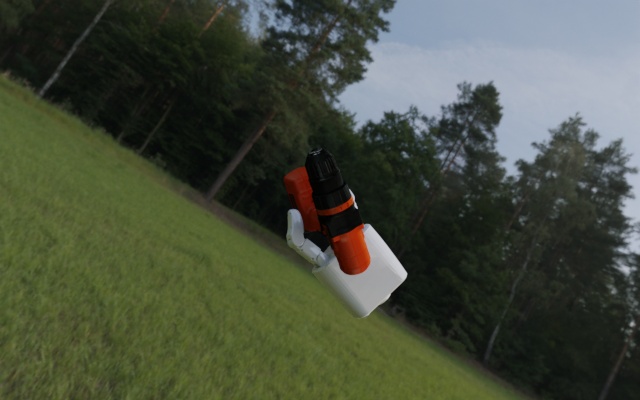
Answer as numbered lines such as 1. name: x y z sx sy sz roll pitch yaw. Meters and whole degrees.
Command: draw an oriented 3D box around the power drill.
1. power drill: 0.000 0.002 0.701 0.057 0.184 0.187 -22 19 -12
